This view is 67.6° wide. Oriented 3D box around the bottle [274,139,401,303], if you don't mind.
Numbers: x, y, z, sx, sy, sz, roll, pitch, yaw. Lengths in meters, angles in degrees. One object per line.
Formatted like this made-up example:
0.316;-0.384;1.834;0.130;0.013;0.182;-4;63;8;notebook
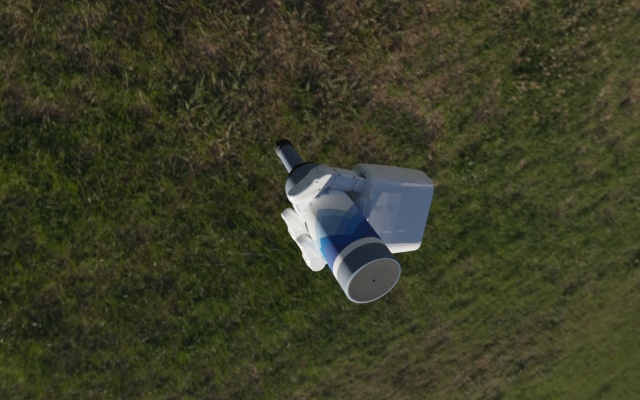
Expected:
0.000;0.002;0.615;0.069;0.069;0.295;0;35;-28;bottle
